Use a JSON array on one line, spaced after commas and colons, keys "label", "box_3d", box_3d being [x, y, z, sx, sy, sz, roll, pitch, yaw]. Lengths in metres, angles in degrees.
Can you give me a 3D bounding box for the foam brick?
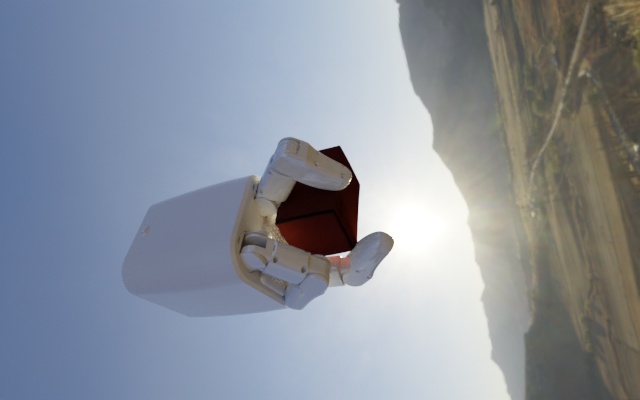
[{"label": "foam brick", "box_3d": [0.000, 0.001, 0.402, 0.051, 0.078, 0.053, -13, -48, 20]}]
